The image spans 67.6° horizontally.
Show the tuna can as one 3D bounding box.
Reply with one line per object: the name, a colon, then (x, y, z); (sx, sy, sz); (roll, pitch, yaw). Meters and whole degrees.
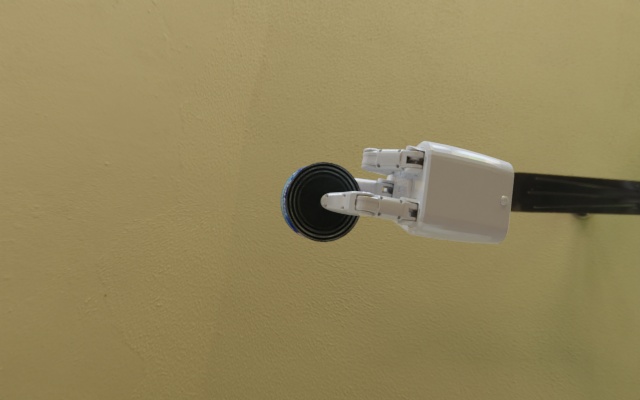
tuna can: (0.000, 0.002, 0.524); (0.086, 0.086, 0.034); (0, 0, -17)
